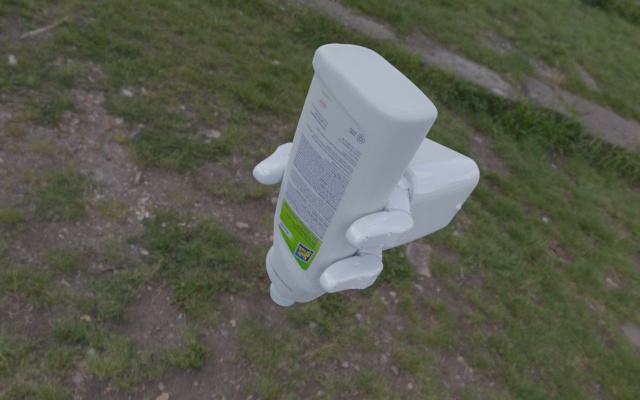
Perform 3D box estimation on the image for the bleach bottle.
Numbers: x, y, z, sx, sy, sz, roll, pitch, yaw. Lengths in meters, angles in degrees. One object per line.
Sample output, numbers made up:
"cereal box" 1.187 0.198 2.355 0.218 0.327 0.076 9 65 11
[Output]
"bleach bottle" 0.000 0.001 0.420 0.068 0.251 0.102 -12 51 -39
